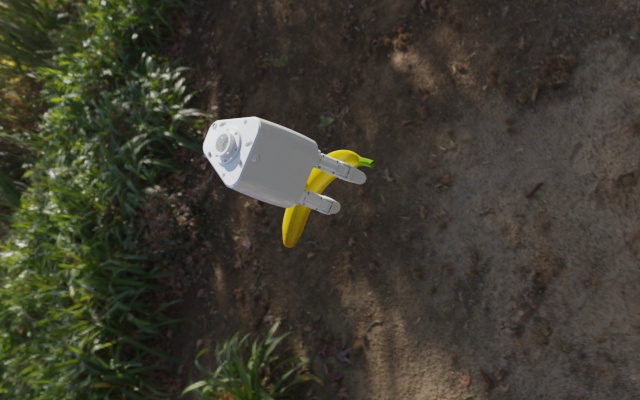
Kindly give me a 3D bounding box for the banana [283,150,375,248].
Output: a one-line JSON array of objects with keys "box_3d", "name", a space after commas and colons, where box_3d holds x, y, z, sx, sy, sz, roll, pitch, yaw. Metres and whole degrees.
[{"box_3d": [-0.006, -0.013, 0.742, 0.198, 0.069, 0.037, -46, -34, 20], "name": "banana"}]
